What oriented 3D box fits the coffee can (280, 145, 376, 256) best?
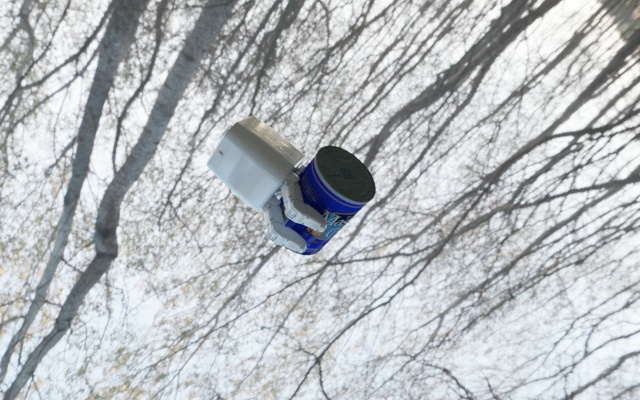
[{"bbox_3d":[0.000,0.002,0.710,0.103,0.102,0.140,0,-37,-42],"label":"coffee can"}]
